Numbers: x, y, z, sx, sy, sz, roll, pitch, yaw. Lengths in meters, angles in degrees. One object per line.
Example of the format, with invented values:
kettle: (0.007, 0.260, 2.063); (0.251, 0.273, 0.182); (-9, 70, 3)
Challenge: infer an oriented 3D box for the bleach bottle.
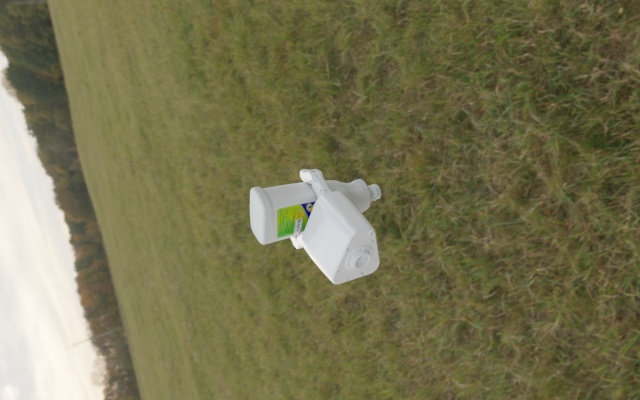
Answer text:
bleach bottle: (0.000, 0.003, 0.869); (0.251, 0.103, 0.068); (-14, 40, -25)
